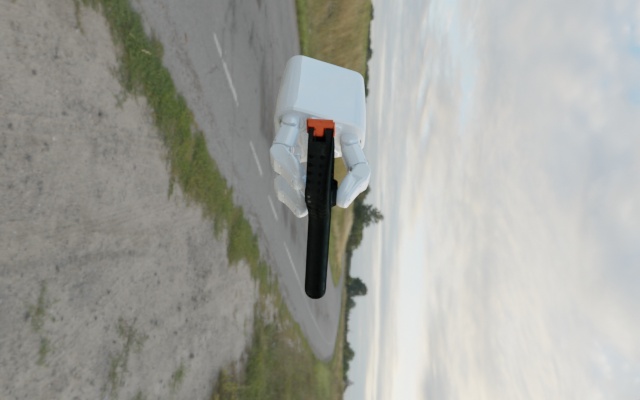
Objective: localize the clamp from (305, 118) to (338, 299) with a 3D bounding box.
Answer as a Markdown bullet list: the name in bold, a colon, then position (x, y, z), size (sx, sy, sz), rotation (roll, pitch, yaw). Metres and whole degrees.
- **clamp**: position (0.001, 0.001, 0.537), size (0.036, 0.164, 0.210), rotation (3, -36, 3)
